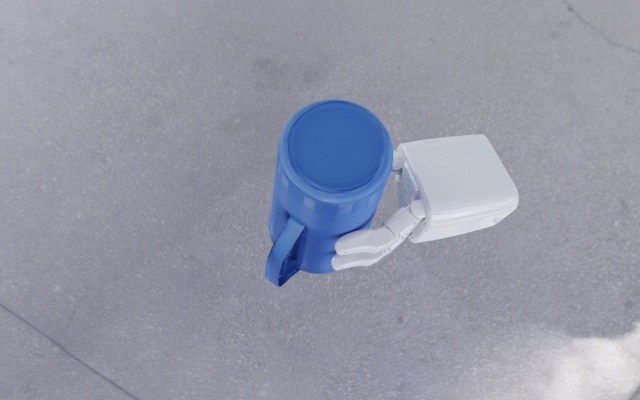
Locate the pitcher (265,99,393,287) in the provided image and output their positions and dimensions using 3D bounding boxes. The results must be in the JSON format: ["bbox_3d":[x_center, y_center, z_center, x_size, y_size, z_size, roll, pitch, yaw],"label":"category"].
[{"bbox_3d":[0.000,0.002,0.540,0.145,0.149,0.243,-7,-20,-7],"label":"pitcher"}]
